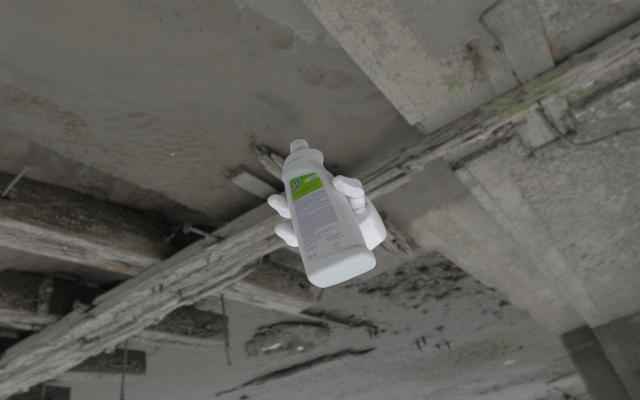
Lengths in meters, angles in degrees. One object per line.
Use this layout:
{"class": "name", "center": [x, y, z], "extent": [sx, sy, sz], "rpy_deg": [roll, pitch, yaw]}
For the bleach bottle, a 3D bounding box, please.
{"class": "bleach bottle", "center": [0.000, 0.003, 0.747], "extent": [0.102, 0.250, 0.068], "rpy_deg": [-25, -33, 12]}
